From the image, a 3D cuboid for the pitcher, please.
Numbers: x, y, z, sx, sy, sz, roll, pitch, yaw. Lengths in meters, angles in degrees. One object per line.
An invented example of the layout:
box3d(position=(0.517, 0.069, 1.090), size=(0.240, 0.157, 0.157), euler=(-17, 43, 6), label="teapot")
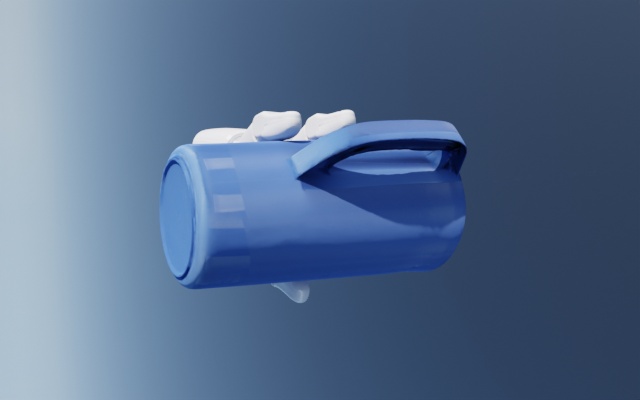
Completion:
box3d(position=(0.000, 0.001, 0.406), size=(0.243, 0.149, 0.145), euler=(-3, 12, -32), label="pitcher")
